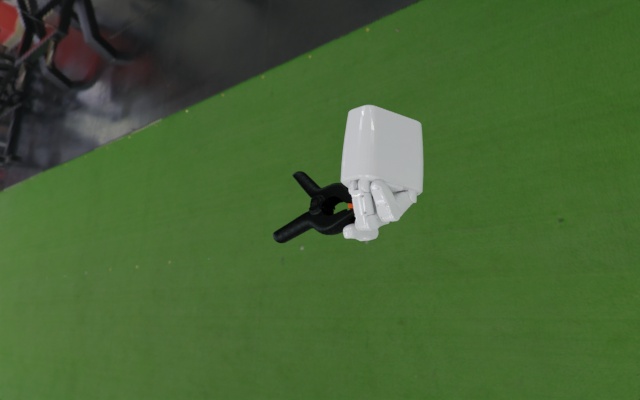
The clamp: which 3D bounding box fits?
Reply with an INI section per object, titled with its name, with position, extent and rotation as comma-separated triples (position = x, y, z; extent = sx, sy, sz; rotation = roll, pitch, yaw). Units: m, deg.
[clamp]
position = 0.000, 0.002, 0.717
extent = 0.171, 0.120, 0.039
rotation = -8, -22, 40
